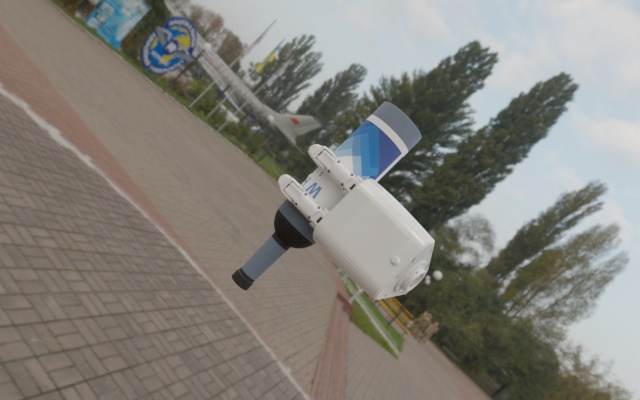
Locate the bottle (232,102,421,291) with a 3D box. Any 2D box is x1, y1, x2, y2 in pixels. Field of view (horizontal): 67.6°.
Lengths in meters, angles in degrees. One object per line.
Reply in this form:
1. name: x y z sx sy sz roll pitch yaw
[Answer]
1. bottle: 0.000 0.002 0.608 0.296 0.069 0.069 -45 1 1
